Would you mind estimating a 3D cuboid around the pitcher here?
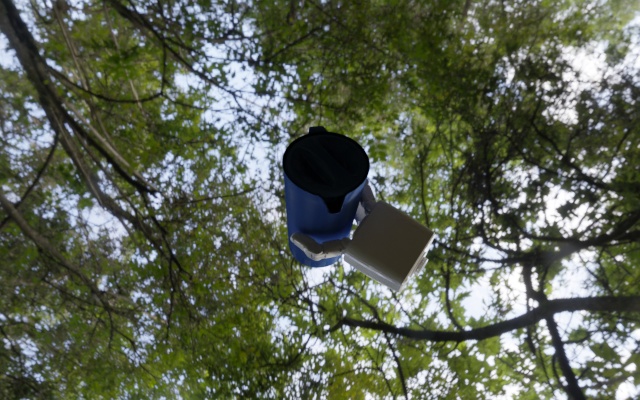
[{"bbox_3d":[0.000,0.003,0.816,0.145,0.149,0.243,30,-34,17],"label":"pitcher"}]
